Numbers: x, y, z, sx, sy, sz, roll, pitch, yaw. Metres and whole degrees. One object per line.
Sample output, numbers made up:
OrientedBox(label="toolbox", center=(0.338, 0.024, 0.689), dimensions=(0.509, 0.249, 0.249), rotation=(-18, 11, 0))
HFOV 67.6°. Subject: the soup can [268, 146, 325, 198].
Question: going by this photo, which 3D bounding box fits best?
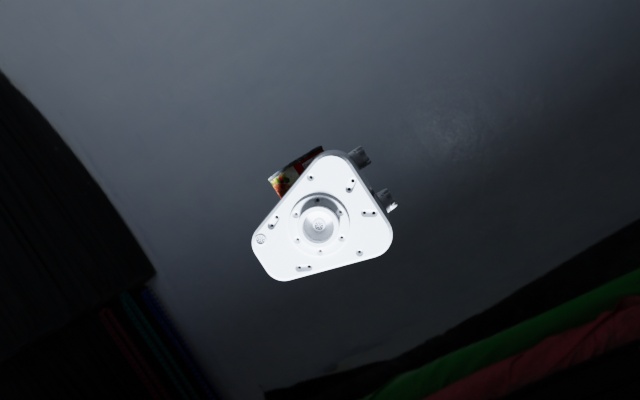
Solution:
OrientedBox(label="soup can", center=(0.000, 0.002, 0.514), dimensions=(0.068, 0.102, 0.068), rotation=(-33, 2, 1))
